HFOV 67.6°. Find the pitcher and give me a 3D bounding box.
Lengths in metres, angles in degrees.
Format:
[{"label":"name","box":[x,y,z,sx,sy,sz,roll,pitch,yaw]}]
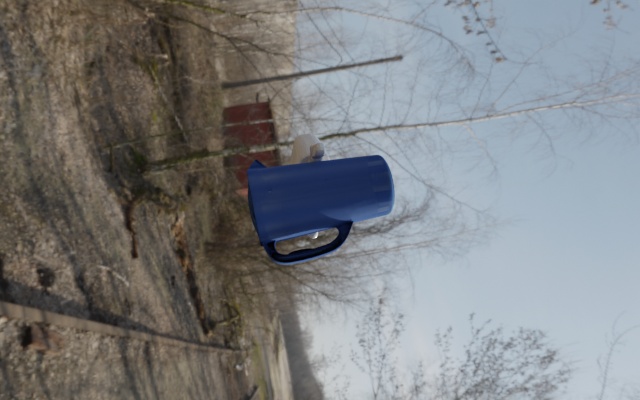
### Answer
[{"label":"pitcher","box":[0.000,0.003,0.820,0.243,0.149,0.145,-10,29,-7]}]
